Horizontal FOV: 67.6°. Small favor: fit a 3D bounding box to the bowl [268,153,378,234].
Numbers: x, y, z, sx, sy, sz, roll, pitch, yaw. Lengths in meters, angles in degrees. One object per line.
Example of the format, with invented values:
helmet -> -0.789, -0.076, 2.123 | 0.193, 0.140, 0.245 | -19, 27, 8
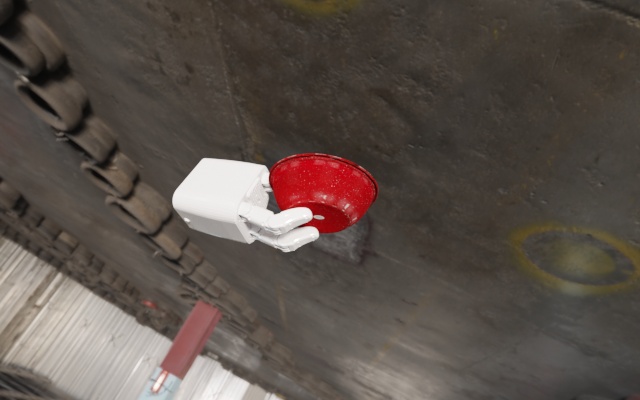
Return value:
bowl -> 0.001, 0.002, 0.681 | 0.162, 0.055, 0.162 | 7, -31, 4
